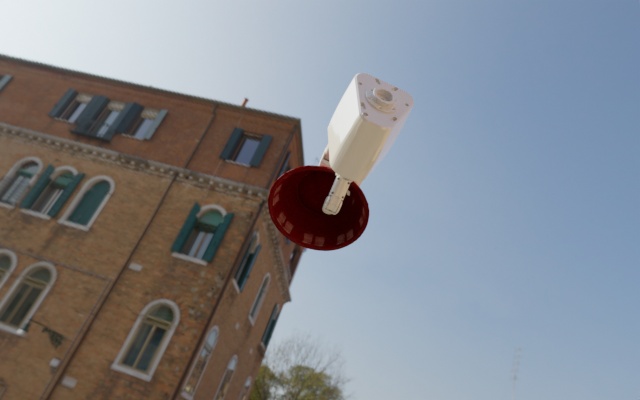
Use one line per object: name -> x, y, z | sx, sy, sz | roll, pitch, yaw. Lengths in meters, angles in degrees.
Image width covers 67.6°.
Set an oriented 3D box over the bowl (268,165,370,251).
bowl -> -0.001, 0.003, 0.770 | 0.162, 0.162, 0.055 | 0, 33, 12
